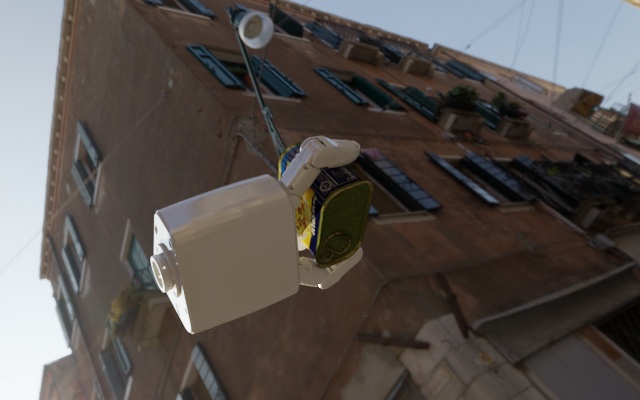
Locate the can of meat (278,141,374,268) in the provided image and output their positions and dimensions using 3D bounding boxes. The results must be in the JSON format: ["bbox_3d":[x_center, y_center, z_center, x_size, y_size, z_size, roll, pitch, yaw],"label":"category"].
[{"bbox_3d":[0.000,0.001,0.476,0.057,0.102,0.084,-21,49,-28],"label":"can of meat"}]
